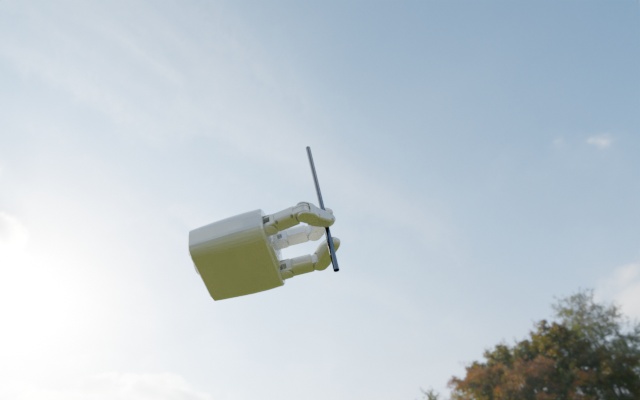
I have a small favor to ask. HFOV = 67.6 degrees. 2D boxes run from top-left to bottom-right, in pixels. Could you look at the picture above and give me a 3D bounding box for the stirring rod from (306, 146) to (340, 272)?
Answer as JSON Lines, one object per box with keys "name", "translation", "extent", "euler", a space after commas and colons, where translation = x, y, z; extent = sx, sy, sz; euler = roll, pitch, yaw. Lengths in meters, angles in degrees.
{"name": "stirring rod", "translation": [0.000, 0.002, 0.690], "extent": [0.011, 0.239, 0.011], "euler": [-7, -42, -7]}
